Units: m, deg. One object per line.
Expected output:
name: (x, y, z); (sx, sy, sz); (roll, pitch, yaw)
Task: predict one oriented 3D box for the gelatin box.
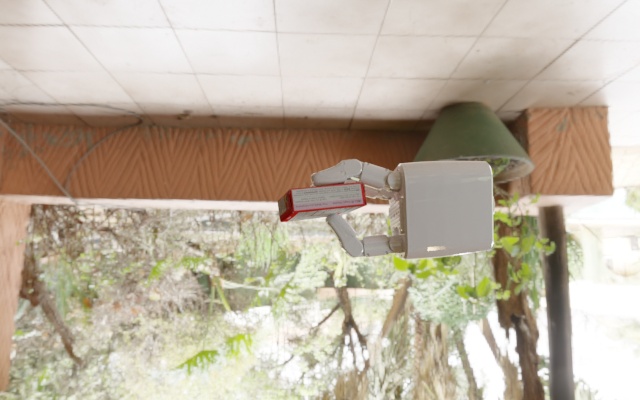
gelatin box: (0.000, 0.002, 0.556); (0.089, 0.030, 0.073); (-7, -8, -16)
